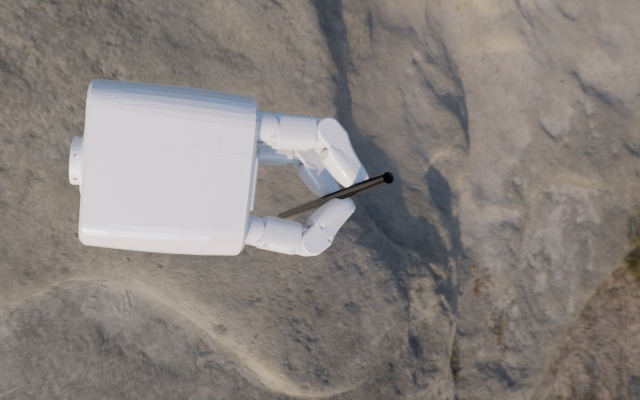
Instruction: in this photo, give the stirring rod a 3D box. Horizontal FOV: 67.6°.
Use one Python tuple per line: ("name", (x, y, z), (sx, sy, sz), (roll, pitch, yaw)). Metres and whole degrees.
("stirring rod", (0.000, 0.001, 0.418), (0.011, 0.011, 0.239), (0, -8, -21))
